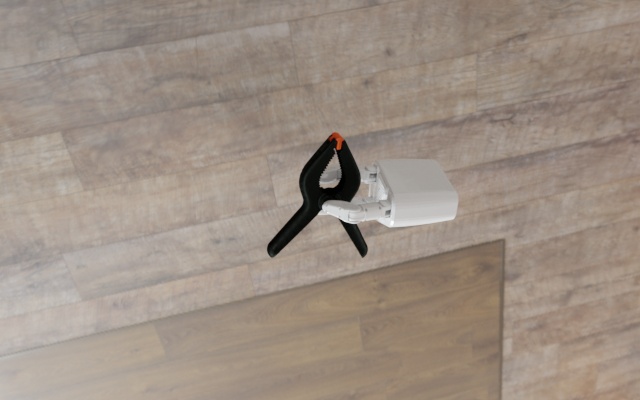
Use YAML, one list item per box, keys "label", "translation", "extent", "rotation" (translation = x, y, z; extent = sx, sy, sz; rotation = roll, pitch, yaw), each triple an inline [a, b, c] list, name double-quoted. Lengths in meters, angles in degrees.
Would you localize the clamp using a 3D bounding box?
- label: "clamp"
  translation: [0.001, 0.002, 0.721]
  extent: [0.164, 0.210, 0.036]
  rotation: [-5, 26, -15]
